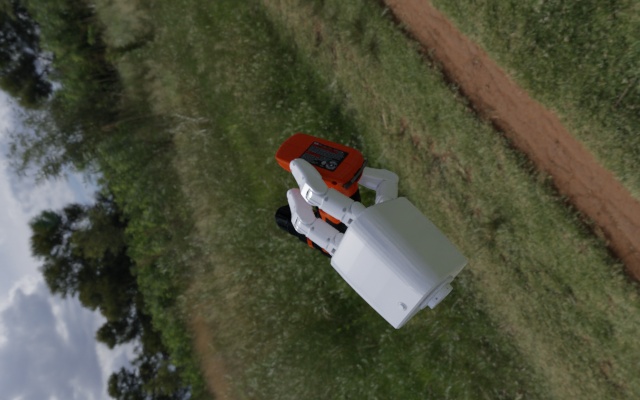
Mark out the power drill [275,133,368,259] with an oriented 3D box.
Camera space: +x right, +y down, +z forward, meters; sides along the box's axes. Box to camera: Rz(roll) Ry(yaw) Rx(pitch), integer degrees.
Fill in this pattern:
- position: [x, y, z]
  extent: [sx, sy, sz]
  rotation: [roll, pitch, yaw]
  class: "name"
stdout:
- position: [0.000, 0.002, 0.630]
  extent: [0.184, 0.057, 0.188]
  rotation: [19, -34, 28]
  class: "power drill"
